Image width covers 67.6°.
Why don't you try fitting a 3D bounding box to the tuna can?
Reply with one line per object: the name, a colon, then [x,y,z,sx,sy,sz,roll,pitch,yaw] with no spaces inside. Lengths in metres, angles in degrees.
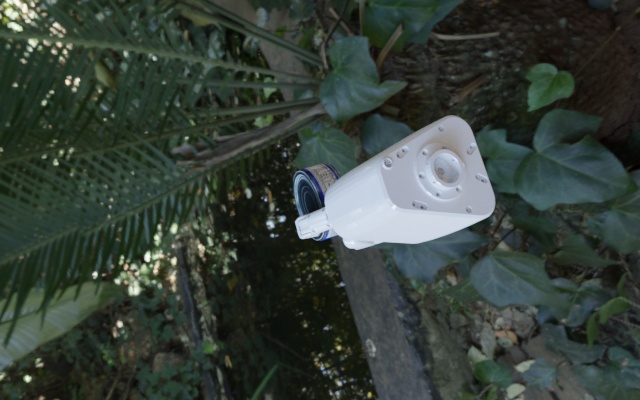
tuna can: [0.000,0.002,0.547,0.034,0.086,0.086,-17,6,-21]
